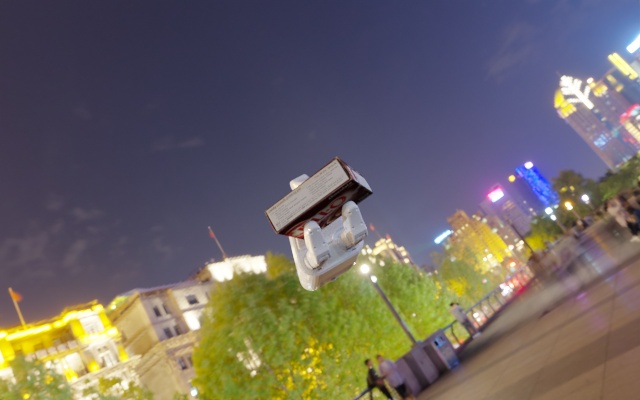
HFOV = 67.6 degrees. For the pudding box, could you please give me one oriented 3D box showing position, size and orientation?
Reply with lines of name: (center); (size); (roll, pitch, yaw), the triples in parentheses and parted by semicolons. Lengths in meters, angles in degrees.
pudding box: (0.000, 0.002, 0.586); (0.113, 0.039, 0.090); (-38, -20, 12)
